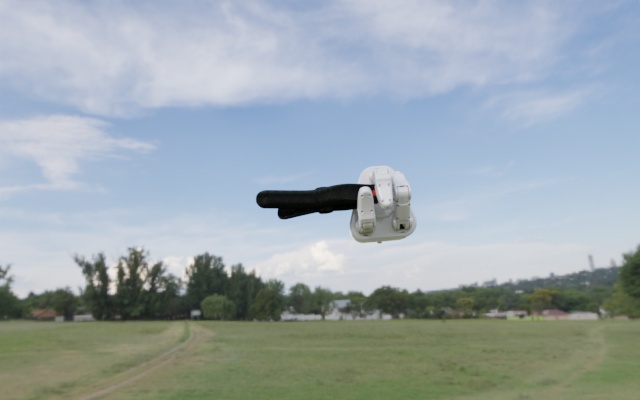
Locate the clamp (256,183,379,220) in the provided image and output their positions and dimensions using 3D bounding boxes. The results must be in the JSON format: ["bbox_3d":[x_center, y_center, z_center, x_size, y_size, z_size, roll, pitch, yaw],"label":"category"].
[{"bbox_3d":[0.000,0.002,0.691,0.171,0.039,0.120,-3,-6,1],"label":"clamp"}]
